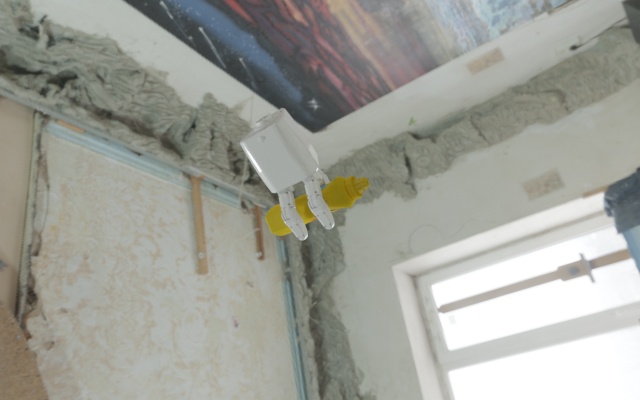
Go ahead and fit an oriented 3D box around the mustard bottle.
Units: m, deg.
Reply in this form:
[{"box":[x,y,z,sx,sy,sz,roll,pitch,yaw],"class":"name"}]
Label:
[{"box":[0.000,0.003,0.855,0.192,0.058,0.096,-24,-2,25],"class":"mustard bottle"}]
